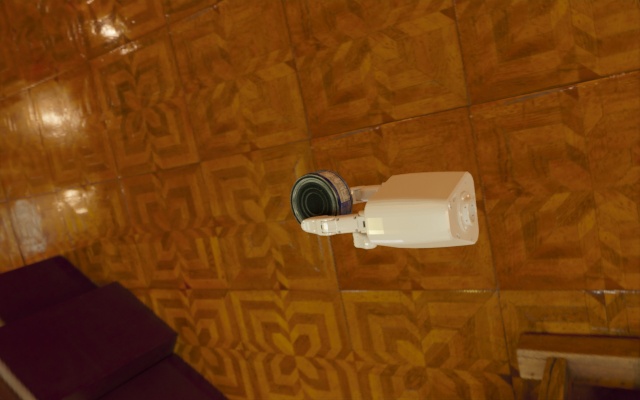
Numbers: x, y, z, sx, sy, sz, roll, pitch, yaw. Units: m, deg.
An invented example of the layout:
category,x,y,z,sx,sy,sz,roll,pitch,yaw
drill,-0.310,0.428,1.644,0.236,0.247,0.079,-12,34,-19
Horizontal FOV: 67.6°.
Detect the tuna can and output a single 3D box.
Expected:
category,x,y,z,sx,sy,sz,roll,pitch,yaw
tuna can,0.000,0.002,0.655,0.086,0.086,0.033,0,12,38
